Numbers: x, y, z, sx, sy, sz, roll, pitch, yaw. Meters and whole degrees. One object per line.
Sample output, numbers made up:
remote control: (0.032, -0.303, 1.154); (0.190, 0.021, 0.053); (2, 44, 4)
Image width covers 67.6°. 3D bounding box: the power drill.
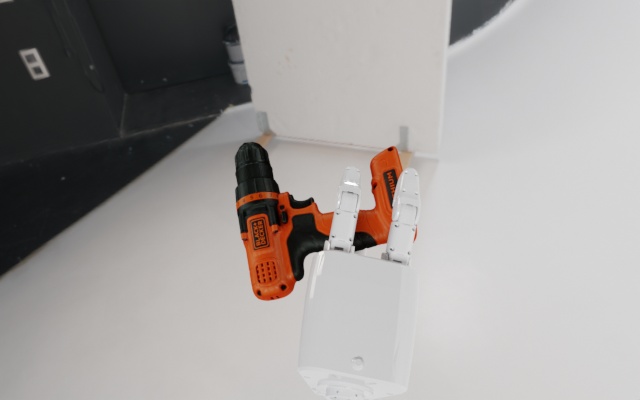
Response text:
power drill: (0.001, 0.002, 0.520); (0.187, 0.184, 0.057); (-15, -19, 7)
